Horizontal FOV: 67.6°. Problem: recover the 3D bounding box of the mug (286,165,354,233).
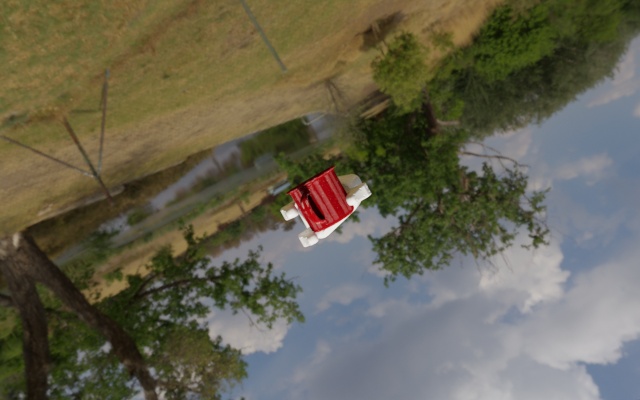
[{"bbox_3d":[0.000,0.003,0.779,0.093,0.081,0.117,-28,6,20],"label":"mug"}]
